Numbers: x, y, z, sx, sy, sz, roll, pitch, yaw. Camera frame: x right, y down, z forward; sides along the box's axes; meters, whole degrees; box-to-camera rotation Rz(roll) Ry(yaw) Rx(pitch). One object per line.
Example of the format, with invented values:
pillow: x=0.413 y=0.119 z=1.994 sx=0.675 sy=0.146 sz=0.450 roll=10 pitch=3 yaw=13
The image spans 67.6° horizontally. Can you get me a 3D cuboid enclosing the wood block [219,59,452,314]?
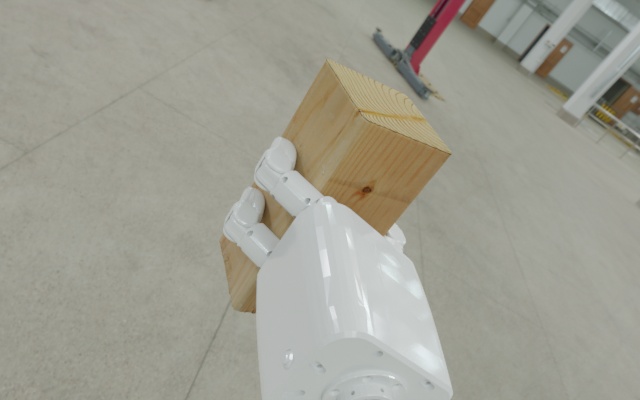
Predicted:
wood block: x=0.000 y=0.002 z=0.412 sx=0.091 sy=0.206 sz=0.090 roll=15 pitch=35 yaw=-33
